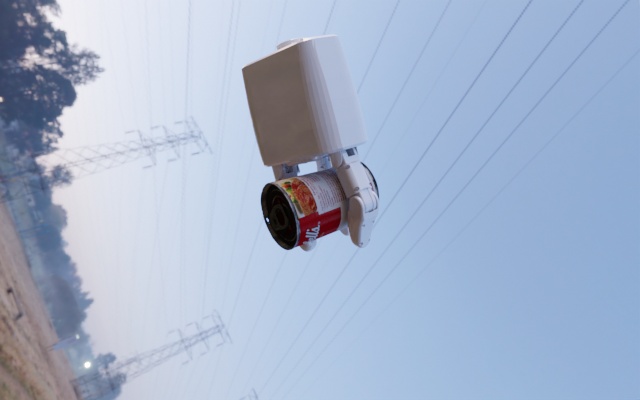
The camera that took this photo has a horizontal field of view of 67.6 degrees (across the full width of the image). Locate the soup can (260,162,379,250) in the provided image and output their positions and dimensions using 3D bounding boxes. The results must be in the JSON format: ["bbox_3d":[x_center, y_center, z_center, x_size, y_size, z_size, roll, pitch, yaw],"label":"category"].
[{"bbox_3d":[0.001,0.002,0.484,0.102,0.068,0.068,-19,10,-31],"label":"soup can"}]
